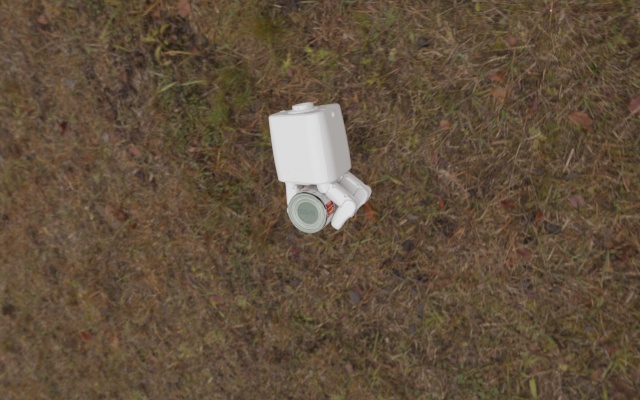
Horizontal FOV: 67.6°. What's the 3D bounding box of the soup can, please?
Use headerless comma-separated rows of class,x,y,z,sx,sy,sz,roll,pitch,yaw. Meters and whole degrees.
soup can,0.000,0.003,0.763,0.068,0.068,0.102,0,19,26
